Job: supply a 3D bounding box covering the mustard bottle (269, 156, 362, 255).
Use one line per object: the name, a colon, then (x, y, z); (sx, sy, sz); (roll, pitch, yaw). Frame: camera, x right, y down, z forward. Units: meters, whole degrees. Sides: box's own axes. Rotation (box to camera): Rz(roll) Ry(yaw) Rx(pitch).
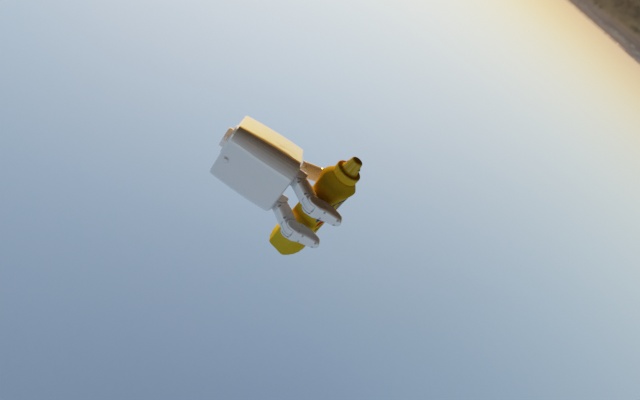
mustard bottle: (0.000, 0.003, 0.733); (0.192, 0.058, 0.096); (-49, -10, 34)
